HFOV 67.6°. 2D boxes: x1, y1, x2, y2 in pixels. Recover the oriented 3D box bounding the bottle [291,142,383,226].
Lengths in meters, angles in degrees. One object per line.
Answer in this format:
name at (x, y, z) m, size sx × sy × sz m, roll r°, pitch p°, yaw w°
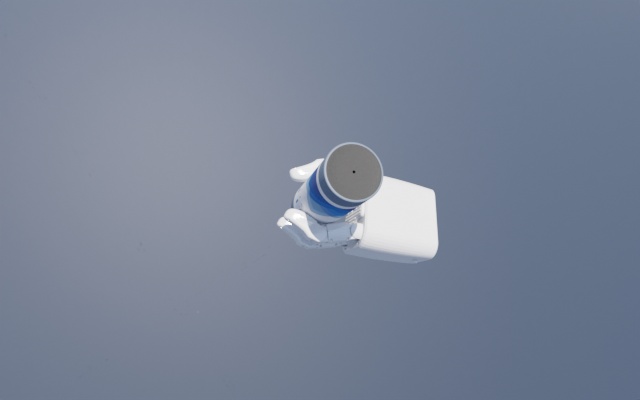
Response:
bottle at (0.000, 0.002, 0.642) m, size 0.069 × 0.069 × 0.296 m, roll 0°, pitch -13°, yaw -14°
